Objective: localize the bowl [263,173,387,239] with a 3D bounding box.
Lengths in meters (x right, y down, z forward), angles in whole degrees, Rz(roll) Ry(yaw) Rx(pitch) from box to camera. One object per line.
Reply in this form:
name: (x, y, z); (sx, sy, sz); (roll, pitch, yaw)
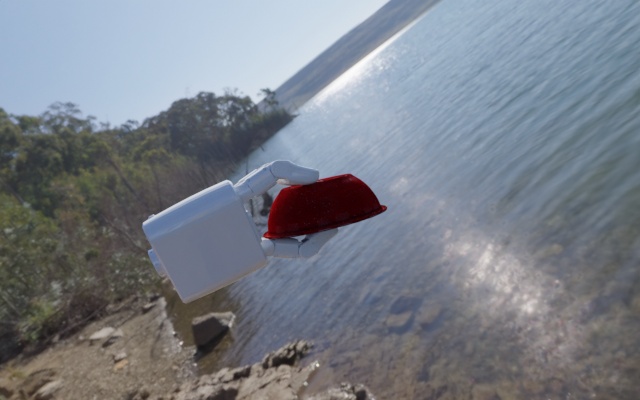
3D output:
bowl: (0.001, 0.001, 0.606); (0.162, 0.055, 0.162); (-13, 4, 1)
